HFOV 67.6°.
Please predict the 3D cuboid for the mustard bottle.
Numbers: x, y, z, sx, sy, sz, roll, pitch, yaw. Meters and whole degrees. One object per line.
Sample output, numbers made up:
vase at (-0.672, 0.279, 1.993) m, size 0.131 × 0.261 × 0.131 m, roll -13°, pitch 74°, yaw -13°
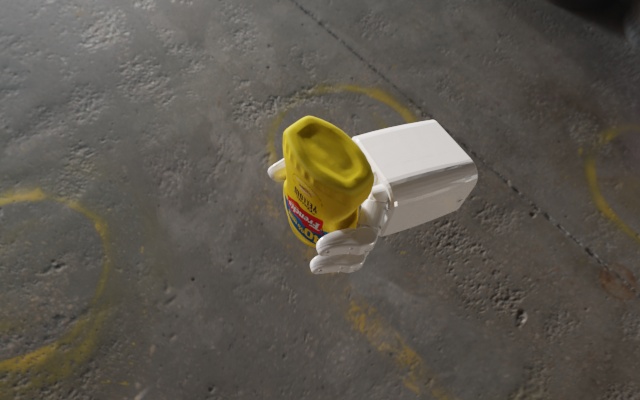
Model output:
mustard bottle at (0.000, 0.002, 0.512) m, size 0.058 × 0.096 × 0.192 m, roll -39°, pitch -19°, yaw -22°
